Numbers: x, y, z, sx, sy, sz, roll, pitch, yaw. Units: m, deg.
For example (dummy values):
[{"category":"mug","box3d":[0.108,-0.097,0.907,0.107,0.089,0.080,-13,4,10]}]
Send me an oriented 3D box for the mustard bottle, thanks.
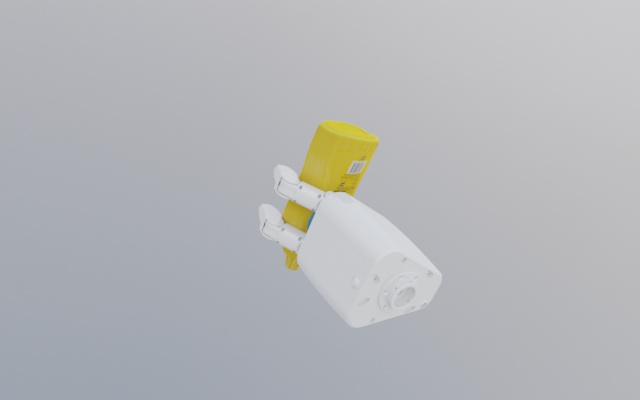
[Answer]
[{"category":"mustard bottle","box3d":[0.000,0.001,0.574,0.058,0.192,0.096,33,21,25]}]
